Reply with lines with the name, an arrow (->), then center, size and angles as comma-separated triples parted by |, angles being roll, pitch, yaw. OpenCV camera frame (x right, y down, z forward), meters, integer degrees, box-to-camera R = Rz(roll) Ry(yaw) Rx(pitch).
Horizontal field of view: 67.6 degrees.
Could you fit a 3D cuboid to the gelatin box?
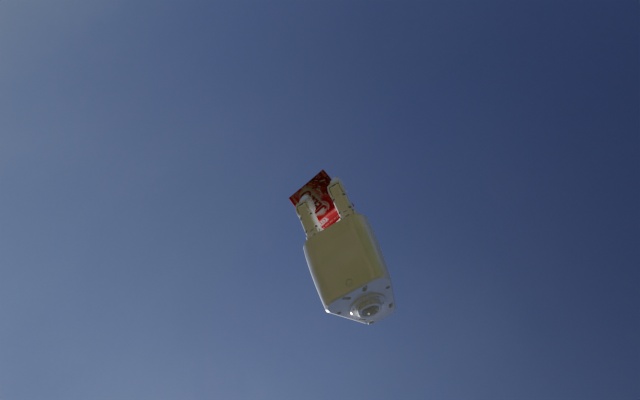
gelatin box -> 0.000, 0.002, 0.743 | 0.030, 0.073, 0.089 | 48, 3, -42
